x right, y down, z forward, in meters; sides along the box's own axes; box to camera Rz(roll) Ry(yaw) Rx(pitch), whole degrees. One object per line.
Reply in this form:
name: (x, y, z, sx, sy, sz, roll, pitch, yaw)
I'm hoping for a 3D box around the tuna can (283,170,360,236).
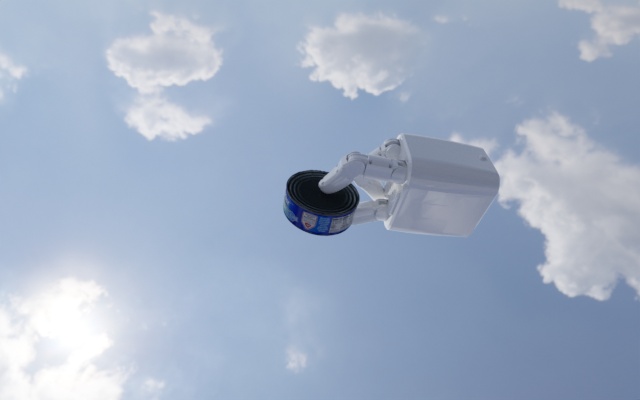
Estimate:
tuna can: (0.000, 0.002, 0.553, 0.086, 0.034, 0.086, 9, 36, -7)
